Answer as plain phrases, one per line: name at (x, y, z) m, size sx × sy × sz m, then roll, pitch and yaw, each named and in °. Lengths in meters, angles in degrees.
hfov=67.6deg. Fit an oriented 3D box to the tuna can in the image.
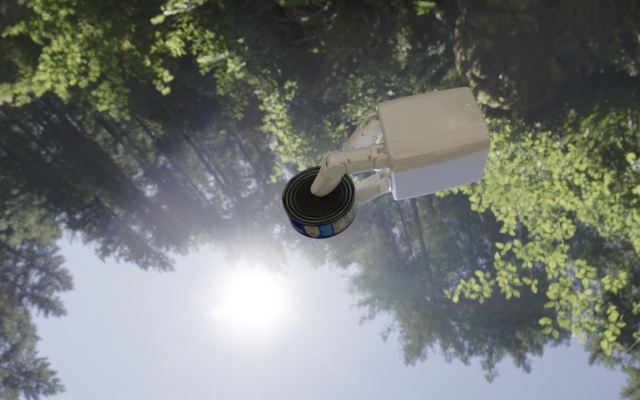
tuna can at (0.000, 0.002, 0.561) m, size 0.086 × 0.086 × 0.034 m, roll 0°, pitch -37°, yaw 12°
